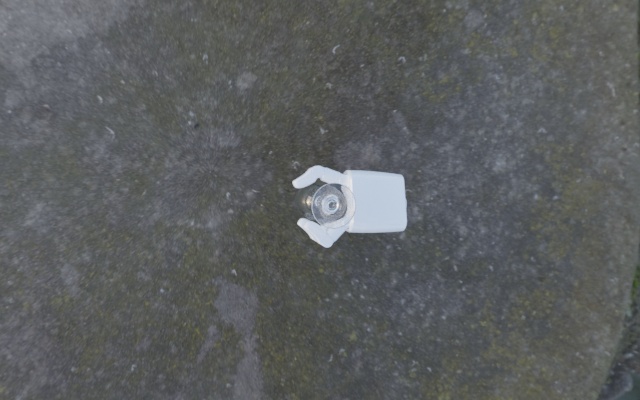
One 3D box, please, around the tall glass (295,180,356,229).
[{"bbox_3d":[0.000,0.003,0.863,0.079,0.079,0.201,0,3,-13],"label":"tall glass"}]
